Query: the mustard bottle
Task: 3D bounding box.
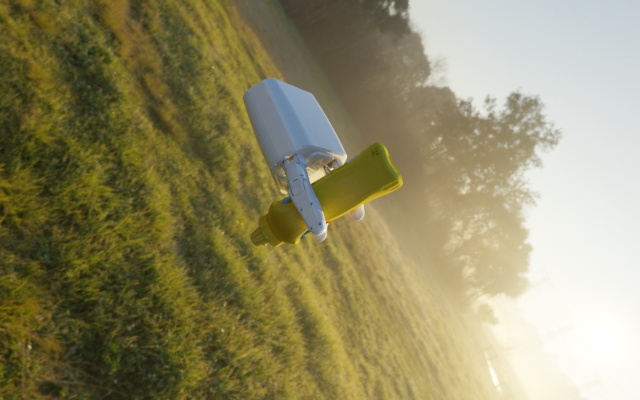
[{"bbox_3d":[0.000,0.002,0.560,0.191,0.058,0.096,-29,5,12],"label":"mustard bottle"}]
